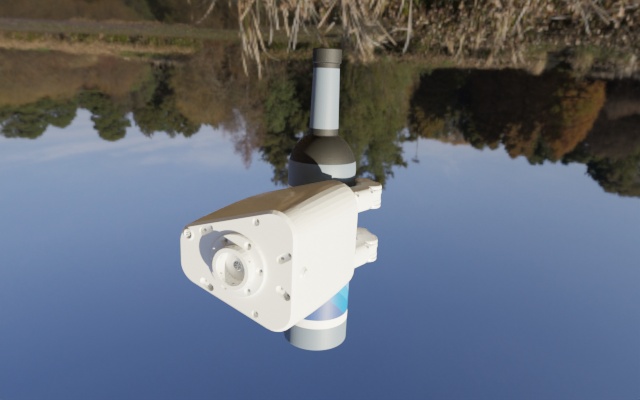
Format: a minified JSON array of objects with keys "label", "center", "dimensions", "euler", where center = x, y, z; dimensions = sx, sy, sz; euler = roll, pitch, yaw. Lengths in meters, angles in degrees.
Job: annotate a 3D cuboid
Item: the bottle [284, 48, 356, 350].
[{"label":"bottle","center":[0.000,0.002,0.480],"dimensions":[0.069,0.296,0.069],"euler":[2,14,-1]}]
